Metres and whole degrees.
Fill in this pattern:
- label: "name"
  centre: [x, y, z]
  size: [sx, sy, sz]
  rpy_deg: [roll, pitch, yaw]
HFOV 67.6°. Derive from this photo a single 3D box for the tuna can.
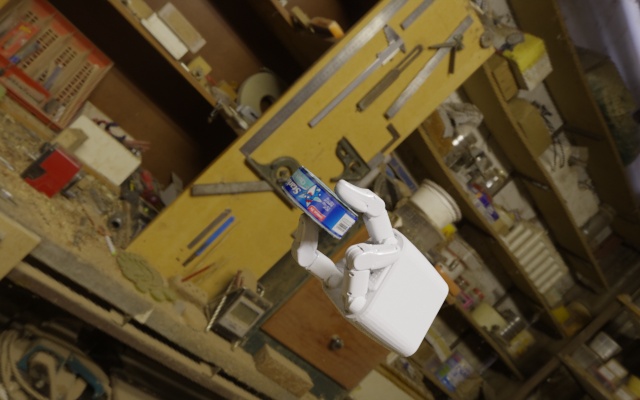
- label: "tuna can"
  centre: [0.000, 0.001, 0.516]
  size: [0.086, 0.034, 0.086]
  rpy_deg: [42, 3, -3]
